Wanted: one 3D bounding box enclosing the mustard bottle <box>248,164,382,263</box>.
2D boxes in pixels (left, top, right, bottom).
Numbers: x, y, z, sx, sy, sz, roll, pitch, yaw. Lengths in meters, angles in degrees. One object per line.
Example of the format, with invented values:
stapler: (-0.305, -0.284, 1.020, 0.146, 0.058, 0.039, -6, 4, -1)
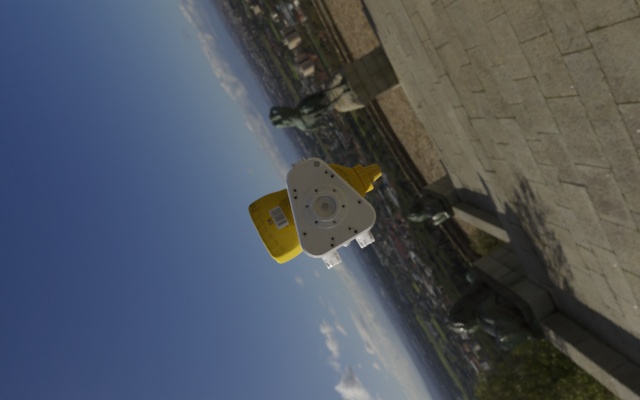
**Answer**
mustard bottle: (0.000, 0.002, 0.677, 0.191, 0.096, 0.058, -30, -26, -1)
